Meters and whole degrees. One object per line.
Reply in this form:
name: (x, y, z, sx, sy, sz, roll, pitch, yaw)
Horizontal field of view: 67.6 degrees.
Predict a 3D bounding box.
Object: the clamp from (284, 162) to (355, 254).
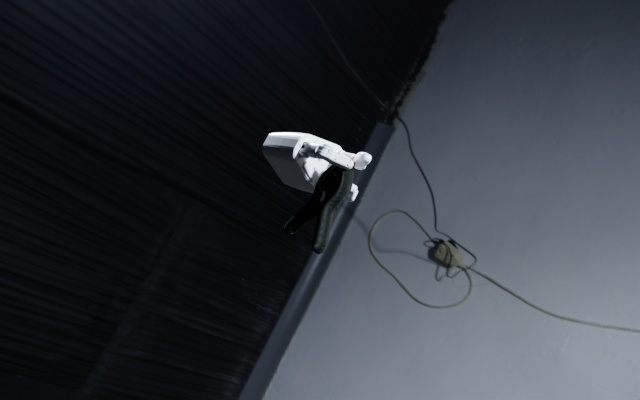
clamp: (0.000, 0.002, 0.817, 0.120, 0.171, 0.039, 14, -17, 49)
